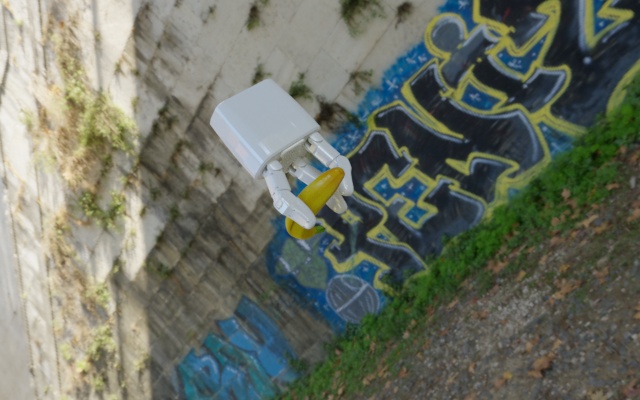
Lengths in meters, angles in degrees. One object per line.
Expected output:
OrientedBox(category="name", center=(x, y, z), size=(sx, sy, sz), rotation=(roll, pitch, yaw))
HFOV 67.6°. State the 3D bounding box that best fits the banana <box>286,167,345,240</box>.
OrientedBox(category="banana", center=(-0.015, 0.013, 0.666), size=(0.069, 0.037, 0.198), rotation=(-33, -15, -21))
